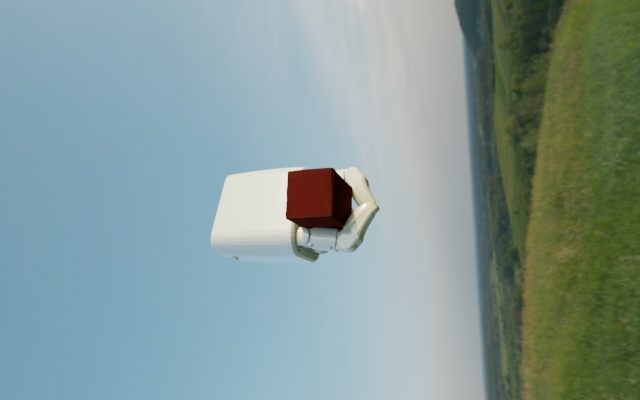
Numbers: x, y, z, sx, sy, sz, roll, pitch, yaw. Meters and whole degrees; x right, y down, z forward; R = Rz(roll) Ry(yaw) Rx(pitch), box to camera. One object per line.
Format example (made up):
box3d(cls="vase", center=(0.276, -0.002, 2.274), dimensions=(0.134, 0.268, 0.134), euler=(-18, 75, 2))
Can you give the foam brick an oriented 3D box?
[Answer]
box3d(cls="foam brick", center=(0.000, 0.002, 0.515), dimensions=(0.051, 0.053, 0.078), euler=(-2, -15, 18))
